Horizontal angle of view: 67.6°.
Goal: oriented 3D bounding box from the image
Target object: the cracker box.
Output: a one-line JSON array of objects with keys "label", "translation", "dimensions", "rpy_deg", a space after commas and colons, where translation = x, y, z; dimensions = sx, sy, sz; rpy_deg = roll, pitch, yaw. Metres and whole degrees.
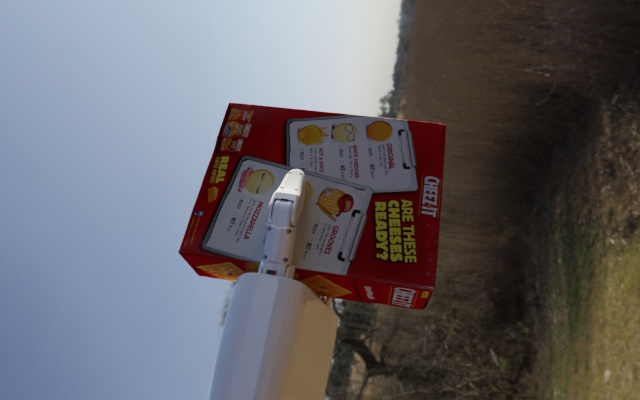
[{"label": "cracker box", "translation": [0.000, 0.001, 0.447], "dimensions": [0.213, 0.164, 0.072], "rpy_deg": [7, -27, 8]}]
